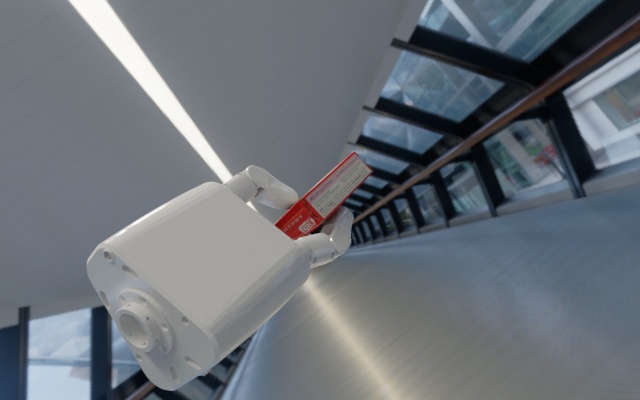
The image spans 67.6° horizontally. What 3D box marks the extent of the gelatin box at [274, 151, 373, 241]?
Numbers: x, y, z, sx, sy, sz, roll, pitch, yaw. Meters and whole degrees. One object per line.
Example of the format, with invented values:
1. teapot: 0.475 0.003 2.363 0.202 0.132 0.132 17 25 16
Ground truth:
1. gelatin box: 0.000 0.001 0.448 0.089 0.030 0.073 -45 2 -40
